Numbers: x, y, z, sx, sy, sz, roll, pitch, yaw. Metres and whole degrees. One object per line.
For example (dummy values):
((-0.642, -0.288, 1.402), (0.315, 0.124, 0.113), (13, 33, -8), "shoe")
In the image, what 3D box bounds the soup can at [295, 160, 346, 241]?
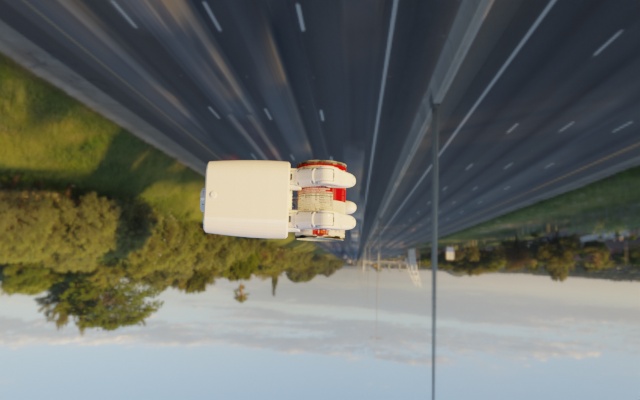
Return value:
((0.001, 0.002, 0.643), (0.068, 0.102, 0.068), (2, -8, 0), "soup can")
